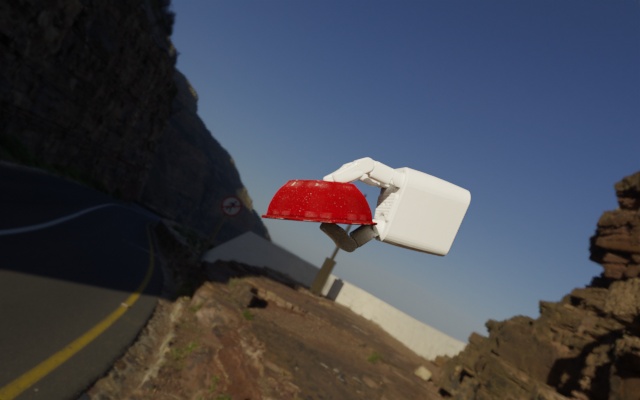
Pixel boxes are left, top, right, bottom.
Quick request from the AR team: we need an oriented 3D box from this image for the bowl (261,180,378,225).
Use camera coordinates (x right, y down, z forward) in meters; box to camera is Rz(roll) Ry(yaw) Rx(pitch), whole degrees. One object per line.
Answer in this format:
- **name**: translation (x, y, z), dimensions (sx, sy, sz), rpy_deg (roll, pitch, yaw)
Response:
- **bowl**: translation (-0.001, 0.002, 0.660), dimensions (0.162, 0.055, 0.162), rpy_deg (3, -1, 0)
